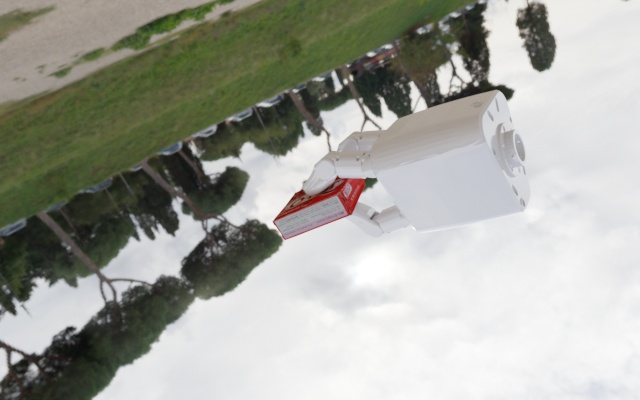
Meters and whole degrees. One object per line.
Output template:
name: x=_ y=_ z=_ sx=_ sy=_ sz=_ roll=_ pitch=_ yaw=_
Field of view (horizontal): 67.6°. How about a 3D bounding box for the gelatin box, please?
gelatin box: x=0.000 y=0.002 z=0.524 sx=0.089 sy=0.030 sz=0.073 roll=-24 pitch=17 yaw=27
